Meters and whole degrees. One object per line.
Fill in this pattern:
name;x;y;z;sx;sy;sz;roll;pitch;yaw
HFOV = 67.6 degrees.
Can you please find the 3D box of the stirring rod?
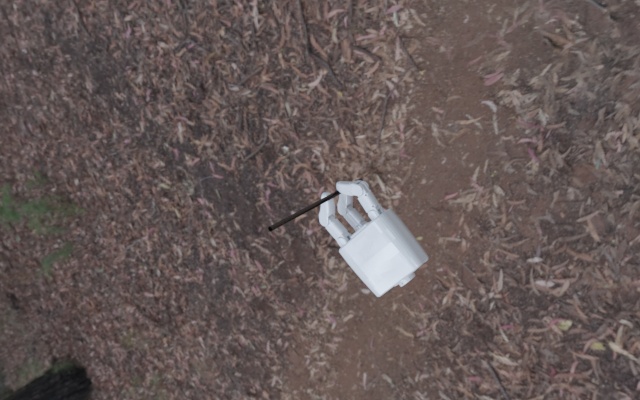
stirring rod;0.000;0.003;0.794;0.011;0.011;0.239;0;19;41
